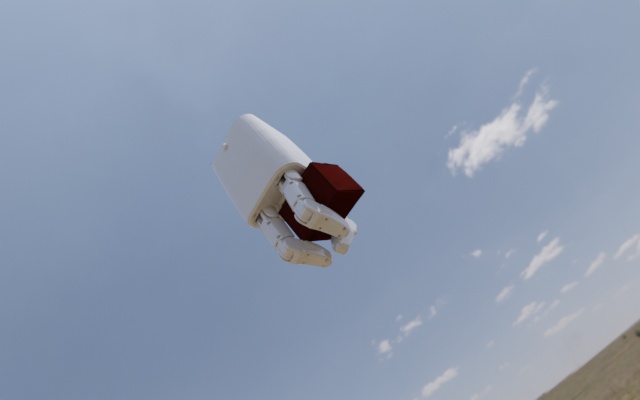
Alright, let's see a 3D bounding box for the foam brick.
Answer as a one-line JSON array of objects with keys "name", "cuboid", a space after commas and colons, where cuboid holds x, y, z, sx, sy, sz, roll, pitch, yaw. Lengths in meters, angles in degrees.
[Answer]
[{"name": "foam brick", "cuboid": [0.000, 0.002, 0.541, 0.053, 0.078, 0.051, 1, 40, -50]}]
